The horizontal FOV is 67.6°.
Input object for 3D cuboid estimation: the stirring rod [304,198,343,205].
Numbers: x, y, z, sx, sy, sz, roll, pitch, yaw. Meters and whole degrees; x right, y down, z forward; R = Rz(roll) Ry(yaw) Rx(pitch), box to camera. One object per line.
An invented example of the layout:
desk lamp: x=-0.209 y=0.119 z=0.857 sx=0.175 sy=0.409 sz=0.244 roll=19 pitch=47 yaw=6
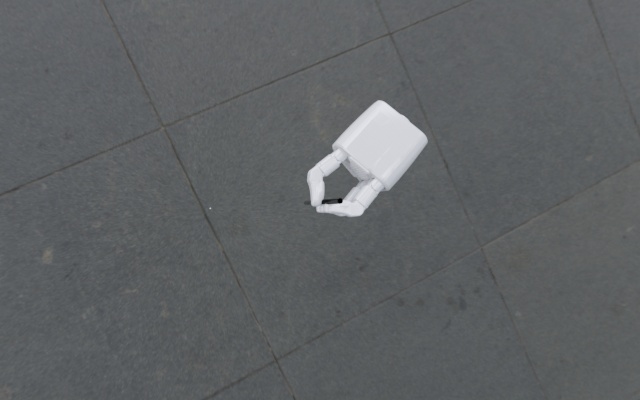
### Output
stirring rod: x=0.000 y=0.002 z=0.770 sx=0.011 sy=0.011 sz=0.239 roll=0 pitch=-1 yaw=-13
